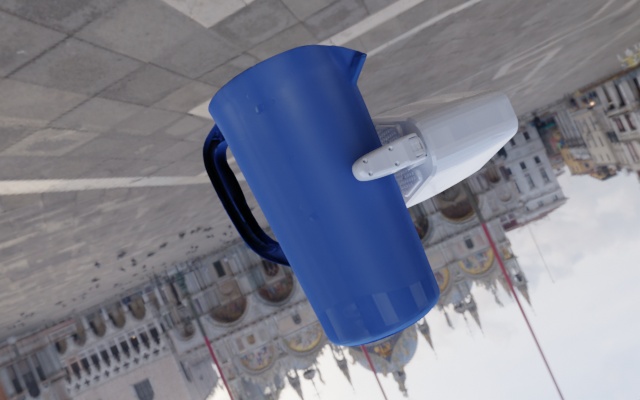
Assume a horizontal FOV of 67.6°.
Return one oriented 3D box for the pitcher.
[{"bbox_3d":[0.000,0.001,0.431,0.145,0.243,0.149,-24,-2,-20],"label":"pitcher"}]
